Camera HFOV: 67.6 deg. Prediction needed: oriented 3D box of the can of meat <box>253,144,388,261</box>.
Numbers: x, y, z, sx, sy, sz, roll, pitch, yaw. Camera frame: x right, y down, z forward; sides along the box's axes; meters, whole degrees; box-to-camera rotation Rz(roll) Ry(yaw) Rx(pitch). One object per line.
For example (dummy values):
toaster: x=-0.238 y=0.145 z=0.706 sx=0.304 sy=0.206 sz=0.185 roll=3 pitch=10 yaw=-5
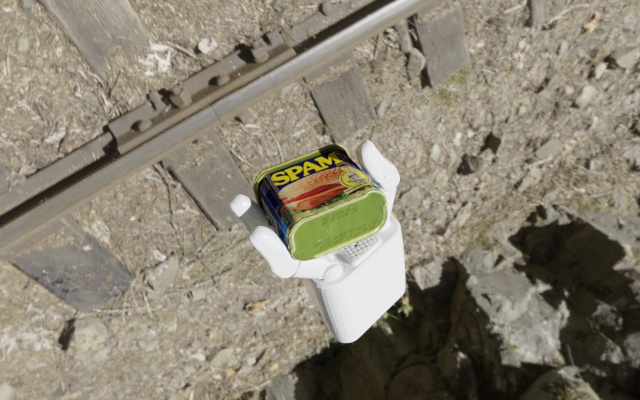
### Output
can of meat: x=0.000 y=0.002 z=0.443 sx=0.102 sy=0.057 sz=0.084 roll=-22 pitch=41 yaw=-15
